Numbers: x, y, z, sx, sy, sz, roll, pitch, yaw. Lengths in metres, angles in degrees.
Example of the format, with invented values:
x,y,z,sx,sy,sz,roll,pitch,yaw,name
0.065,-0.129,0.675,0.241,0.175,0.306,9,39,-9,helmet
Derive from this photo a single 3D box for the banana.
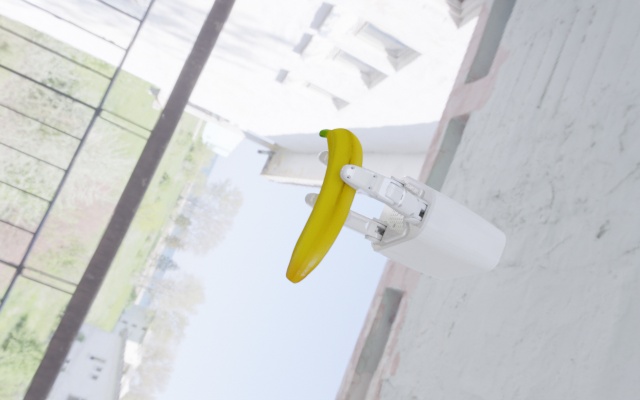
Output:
x,y,z,sx,sy,sz,roll,pitch,yaw,name
0.011,-0.008,0.498,0.037,0.197,0.070,28,-35,-21,banana
